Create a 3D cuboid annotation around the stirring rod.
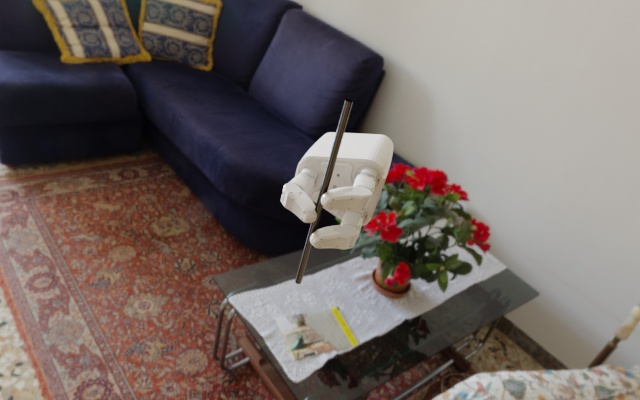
[{"bbox_3d":[0.000,0.002,0.527,0.011,0.240,0.011,11,32,-7],"label":"stirring rod"}]
